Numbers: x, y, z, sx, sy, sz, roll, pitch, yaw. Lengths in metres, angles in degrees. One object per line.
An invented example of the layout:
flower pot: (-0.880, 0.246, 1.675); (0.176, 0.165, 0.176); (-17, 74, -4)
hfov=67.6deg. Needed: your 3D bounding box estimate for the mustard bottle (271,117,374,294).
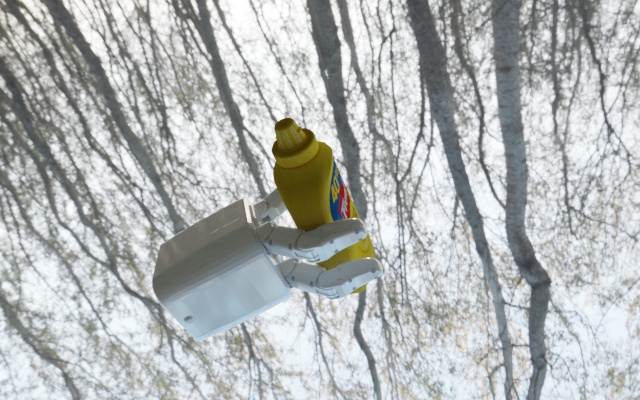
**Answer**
mustard bottle: (0.000, 0.002, 0.462); (0.058, 0.096, 0.192); (-12, -48, 16)
